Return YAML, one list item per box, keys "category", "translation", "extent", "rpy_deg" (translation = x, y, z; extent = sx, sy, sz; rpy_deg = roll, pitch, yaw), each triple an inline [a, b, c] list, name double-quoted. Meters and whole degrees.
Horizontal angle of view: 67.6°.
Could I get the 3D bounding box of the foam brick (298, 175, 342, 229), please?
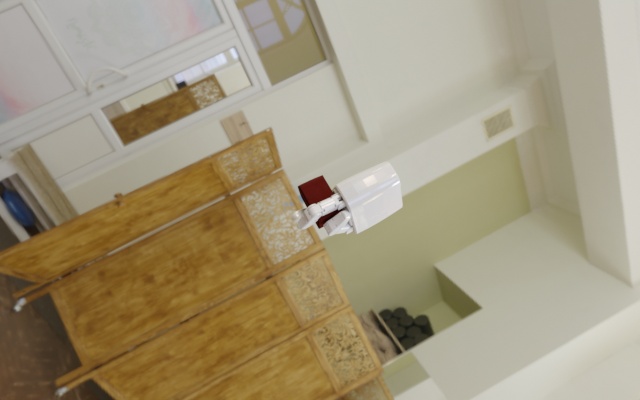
- category: "foam brick"
  translation: [0.000, 0.003, 0.879]
  extent: [0.051, 0.078, 0.053]
  rpy_deg: [-28, -20, -6]
